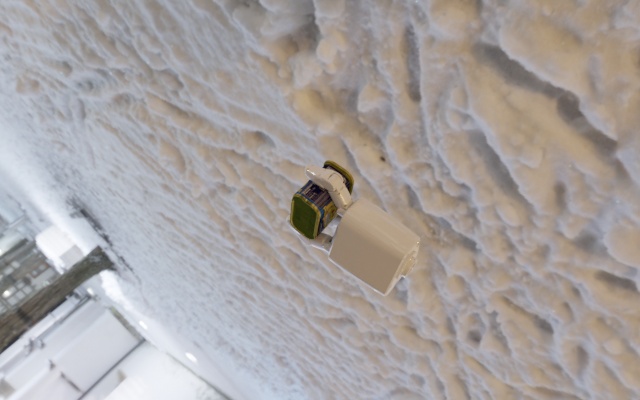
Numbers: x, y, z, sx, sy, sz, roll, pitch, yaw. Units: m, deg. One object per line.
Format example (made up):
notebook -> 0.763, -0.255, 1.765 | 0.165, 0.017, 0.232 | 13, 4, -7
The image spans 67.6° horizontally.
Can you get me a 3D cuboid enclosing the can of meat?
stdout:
can of meat -> 0.000, 0.003, 0.731 | 0.057, 0.084, 0.102 | 36, -30, 16
